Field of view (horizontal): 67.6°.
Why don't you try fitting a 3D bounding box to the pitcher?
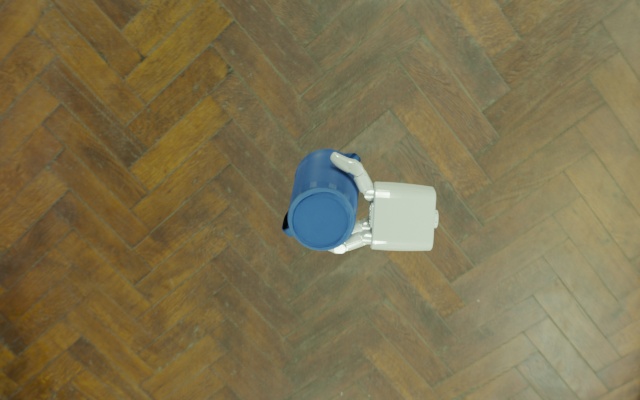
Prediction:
[{"bbox_3d":[0.000,0.003,0.859,0.145,0.149,0.242,5,18,2],"label":"pitcher"}]
